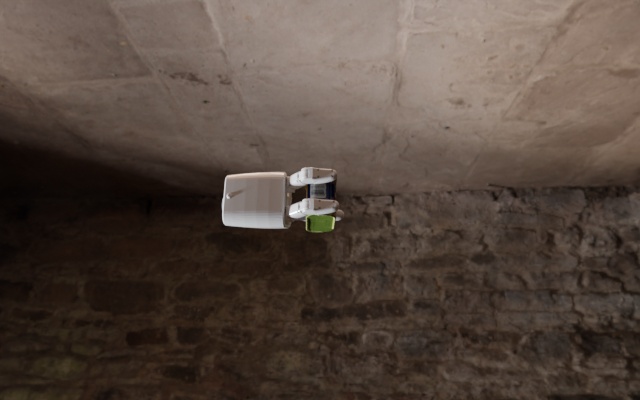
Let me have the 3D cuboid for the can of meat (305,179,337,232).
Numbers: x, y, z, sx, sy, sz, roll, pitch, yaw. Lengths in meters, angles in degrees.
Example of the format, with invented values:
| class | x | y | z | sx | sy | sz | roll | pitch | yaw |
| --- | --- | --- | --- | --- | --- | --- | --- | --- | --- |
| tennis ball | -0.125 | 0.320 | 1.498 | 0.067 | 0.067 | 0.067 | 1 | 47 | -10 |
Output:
| class | x | y | z | sx | sy | sz | roll | pitch | yaw |
| --- | --- | --- | --- | --- | --- | --- | --- | --- | --- |
| can of meat | 0.000 | 0.003 | 0.843 | 0.057 | 0.084 | 0.102 | 1 | -21 | 0 |
